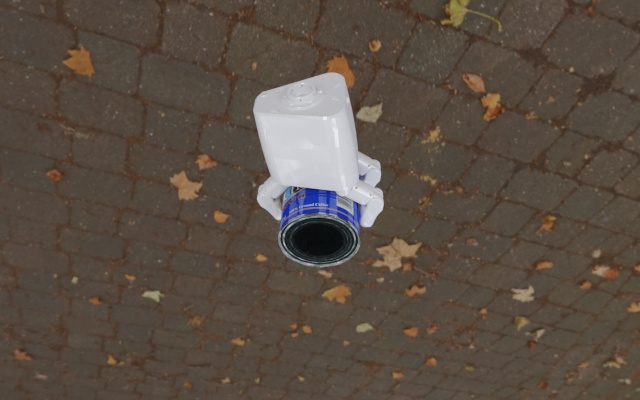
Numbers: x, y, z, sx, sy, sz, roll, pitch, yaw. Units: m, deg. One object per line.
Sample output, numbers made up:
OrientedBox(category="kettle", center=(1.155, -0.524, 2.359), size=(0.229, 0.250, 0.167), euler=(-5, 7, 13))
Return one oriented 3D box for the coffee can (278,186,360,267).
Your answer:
OrientedBox(category="coffee can", center=(0.000, 0.002, 0.638), size=(0.103, 0.140, 0.103), euler=(1, -44, 1))
